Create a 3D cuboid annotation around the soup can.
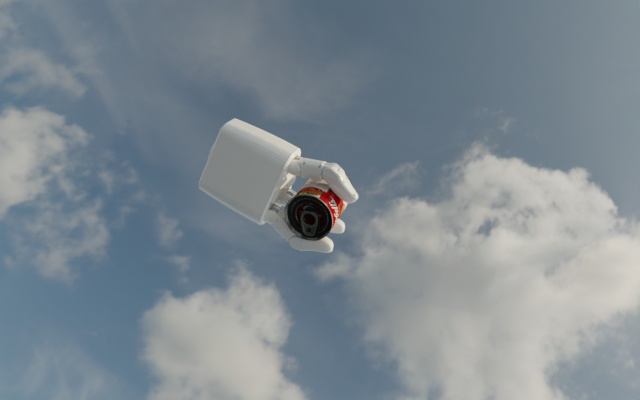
[{"bbox_3d":[0.001,0.002,0.666,0.068,0.068,0.102,0,25,21],"label":"soup can"}]
